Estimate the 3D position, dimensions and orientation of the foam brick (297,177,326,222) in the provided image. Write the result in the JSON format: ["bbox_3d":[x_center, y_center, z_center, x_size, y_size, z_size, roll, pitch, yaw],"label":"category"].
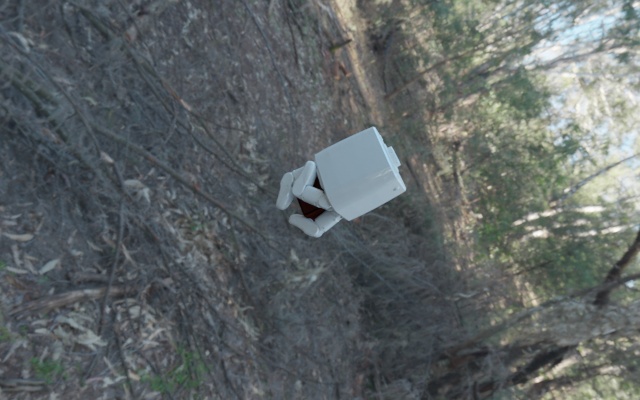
[{"bbox_3d":[0.000,0.003,0.793,0.051,0.053,0.078,-27,-23,12],"label":"foam brick"}]
